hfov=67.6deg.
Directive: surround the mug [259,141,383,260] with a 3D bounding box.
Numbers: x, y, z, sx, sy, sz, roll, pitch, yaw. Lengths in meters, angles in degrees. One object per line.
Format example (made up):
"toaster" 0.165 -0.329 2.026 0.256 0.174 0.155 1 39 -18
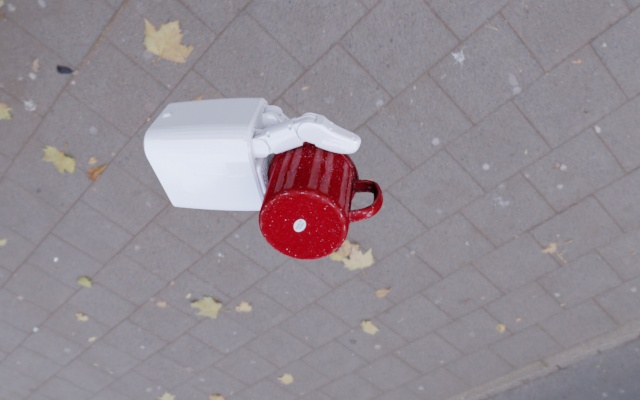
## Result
"mug" 0.001 0.002 0.450 0.117 0.093 0.081 0 36 7
